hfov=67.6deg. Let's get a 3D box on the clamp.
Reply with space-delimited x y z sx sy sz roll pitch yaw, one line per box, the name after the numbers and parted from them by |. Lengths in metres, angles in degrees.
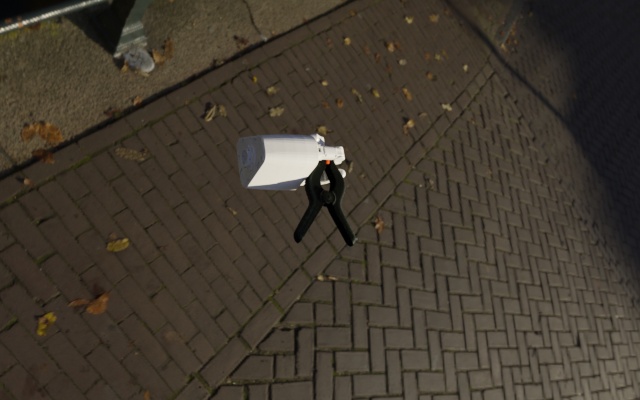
0.001 0.003 0.859 0.120 0.171 0.039 -2 -13 -34 | clamp
